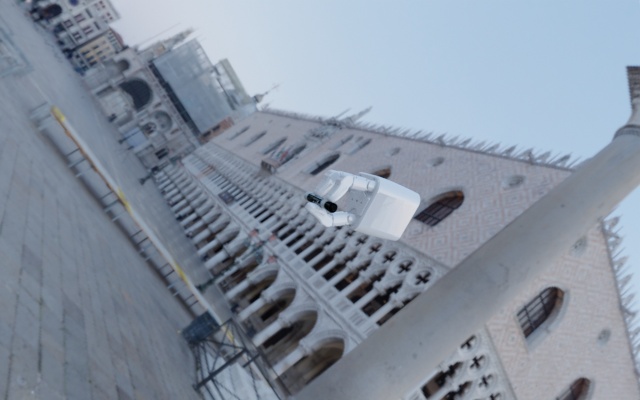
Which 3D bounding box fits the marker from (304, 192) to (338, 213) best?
[{"bbox_3d":[0.000,0.003,0.887,0.020,0.020,0.121,0,11,-24],"label":"marker"}]
